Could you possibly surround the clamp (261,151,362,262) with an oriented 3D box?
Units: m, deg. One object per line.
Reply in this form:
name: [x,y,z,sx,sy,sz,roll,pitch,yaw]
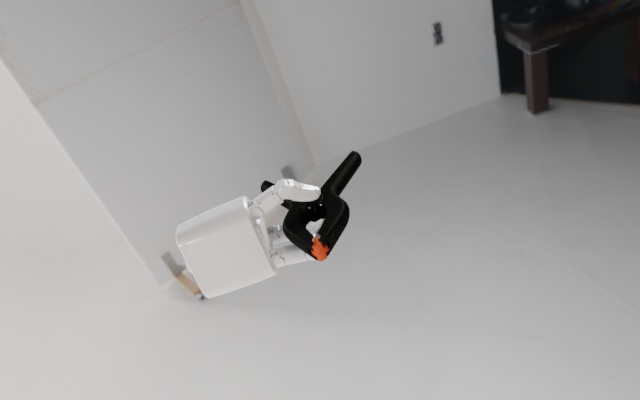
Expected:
clamp: [0.000,0.002,0.675,0.164,0.036,0.209,-23,34,2]
